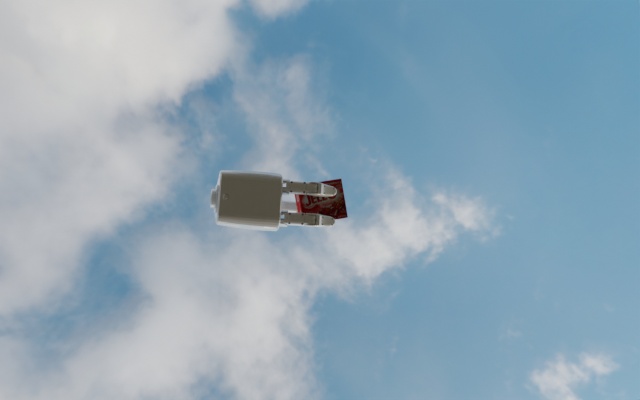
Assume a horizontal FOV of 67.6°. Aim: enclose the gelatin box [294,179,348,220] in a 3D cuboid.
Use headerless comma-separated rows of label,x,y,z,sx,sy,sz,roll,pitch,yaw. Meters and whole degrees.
gelatin box,0.000,0.003,0.866,0.089,0.073,0.030,-9,-2,-21
